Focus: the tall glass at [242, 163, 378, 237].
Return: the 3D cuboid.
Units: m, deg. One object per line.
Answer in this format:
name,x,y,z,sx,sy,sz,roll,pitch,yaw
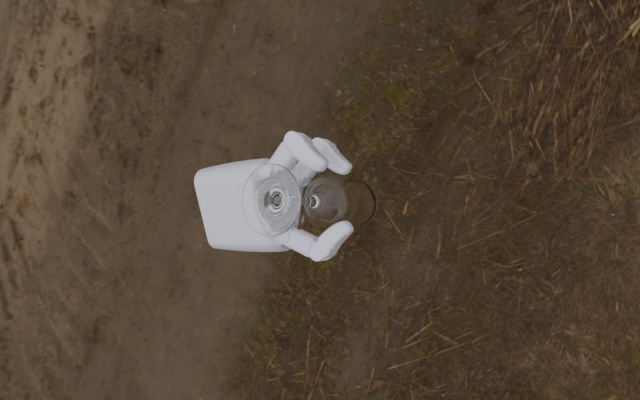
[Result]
tall glass,0.000,0.002,0.568,0.079,0.079,0.201,0,-1,32
